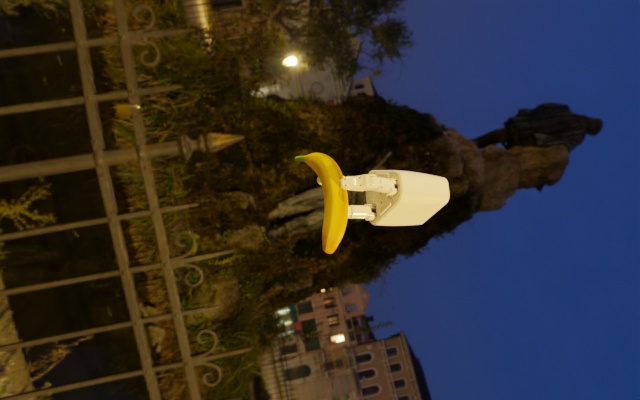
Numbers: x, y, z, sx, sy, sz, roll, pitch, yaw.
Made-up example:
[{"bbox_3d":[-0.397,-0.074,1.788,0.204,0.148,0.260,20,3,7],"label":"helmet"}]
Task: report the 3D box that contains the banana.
[{"bbox_3d":[0.012,-0.010,0.772,0.070,0.197,0.037,-38,-39,28],"label":"banana"}]
